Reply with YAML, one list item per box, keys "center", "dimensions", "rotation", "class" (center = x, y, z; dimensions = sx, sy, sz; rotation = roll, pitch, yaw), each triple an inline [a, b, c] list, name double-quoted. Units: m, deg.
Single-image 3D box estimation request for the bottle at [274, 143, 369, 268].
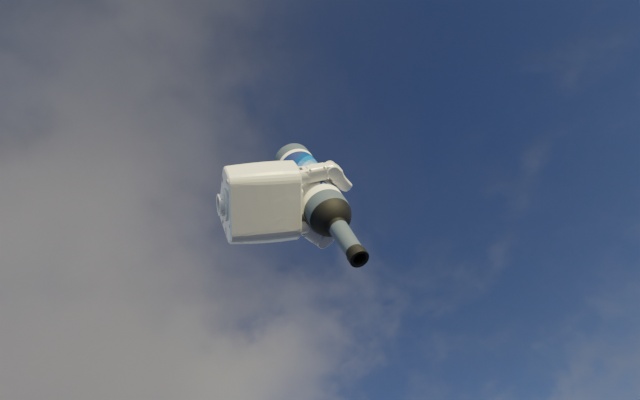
- center: [0.000, 0.002, 0.732]
  dimensions: [0.069, 0.069, 0.295]
  rotation: [0, 30, -24]
  class: "bottle"
